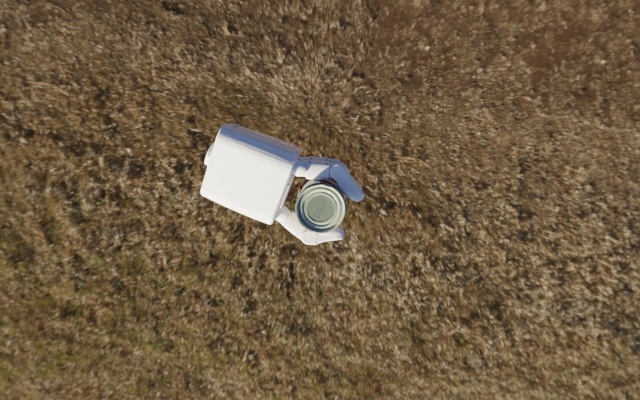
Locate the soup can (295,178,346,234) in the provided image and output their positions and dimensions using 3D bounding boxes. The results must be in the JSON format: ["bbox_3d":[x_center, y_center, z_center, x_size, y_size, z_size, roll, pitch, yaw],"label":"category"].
[{"bbox_3d":[0.001,0.002,0.657,0.068,0.068,0.102,0,10,0],"label":"soup can"}]
